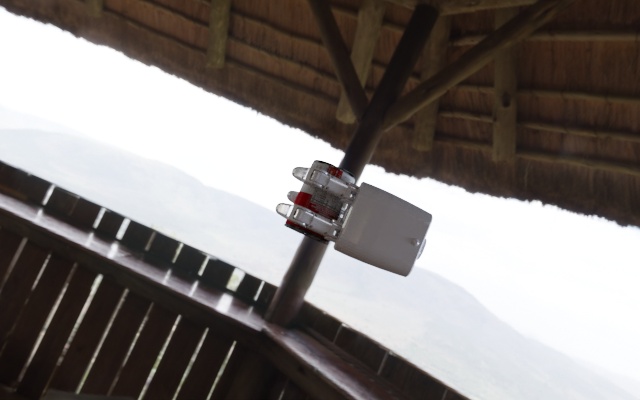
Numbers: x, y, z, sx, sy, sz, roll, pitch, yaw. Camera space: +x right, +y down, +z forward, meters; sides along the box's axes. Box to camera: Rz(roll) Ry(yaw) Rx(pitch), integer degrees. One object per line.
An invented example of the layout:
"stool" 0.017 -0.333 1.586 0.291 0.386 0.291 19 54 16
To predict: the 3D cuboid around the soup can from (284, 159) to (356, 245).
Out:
"soup can" 0.000 0.002 0.670 0.068 0.102 0.068 23 -6 3
